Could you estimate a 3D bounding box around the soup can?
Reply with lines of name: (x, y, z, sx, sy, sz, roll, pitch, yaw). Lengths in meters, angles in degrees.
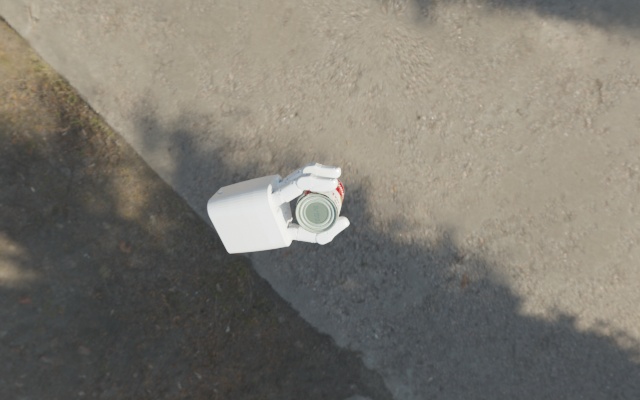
soup can: (0.001, 0.003, 0.764, 0.068, 0.068, 0.102, 0, 21, 8)
